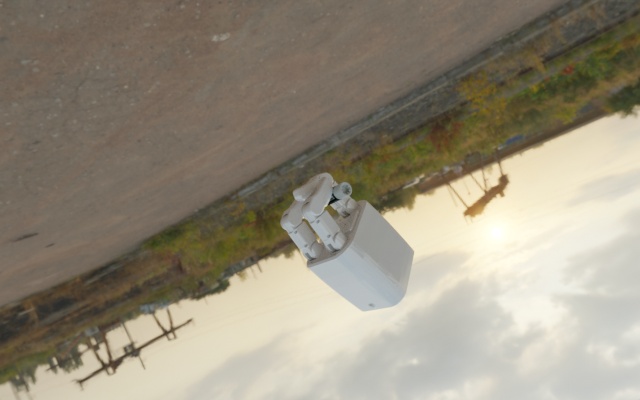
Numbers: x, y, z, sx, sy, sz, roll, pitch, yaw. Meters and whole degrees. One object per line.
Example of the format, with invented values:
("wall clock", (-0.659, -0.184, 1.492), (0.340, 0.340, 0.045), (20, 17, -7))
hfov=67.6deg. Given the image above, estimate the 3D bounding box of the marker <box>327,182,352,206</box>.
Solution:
("marker", (0.000, 0.002, 0.635), (0.020, 0.020, 0.121), (0, -16, -33))
